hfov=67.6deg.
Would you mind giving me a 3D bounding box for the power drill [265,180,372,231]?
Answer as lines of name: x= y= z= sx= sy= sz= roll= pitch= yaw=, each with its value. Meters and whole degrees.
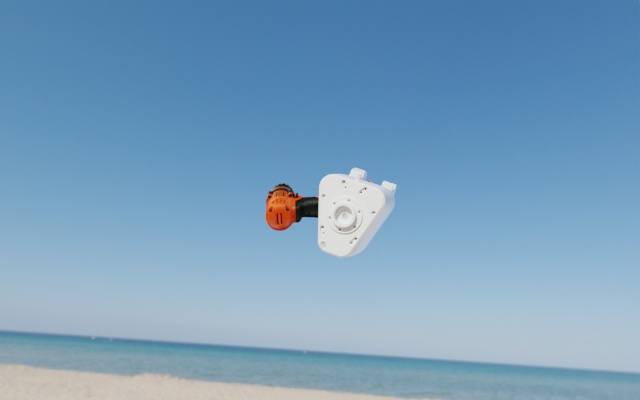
power drill: x=0.001 y=0.003 z=0.817 sx=0.187 sy=0.057 sz=0.184 roll=-5 pitch=16 yaw=-1
